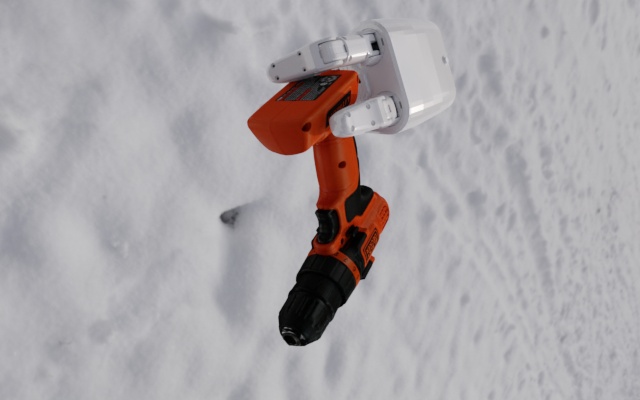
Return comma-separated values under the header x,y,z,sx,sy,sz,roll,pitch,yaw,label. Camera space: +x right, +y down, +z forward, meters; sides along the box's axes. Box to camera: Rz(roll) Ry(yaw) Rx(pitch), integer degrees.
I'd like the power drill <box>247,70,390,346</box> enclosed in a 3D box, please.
x,y,z,sx,sy,sz,roll,pitch,yaw,label
0.000,0.001,0.400,0.057,0.188,0.184,6,39,26,power drill
